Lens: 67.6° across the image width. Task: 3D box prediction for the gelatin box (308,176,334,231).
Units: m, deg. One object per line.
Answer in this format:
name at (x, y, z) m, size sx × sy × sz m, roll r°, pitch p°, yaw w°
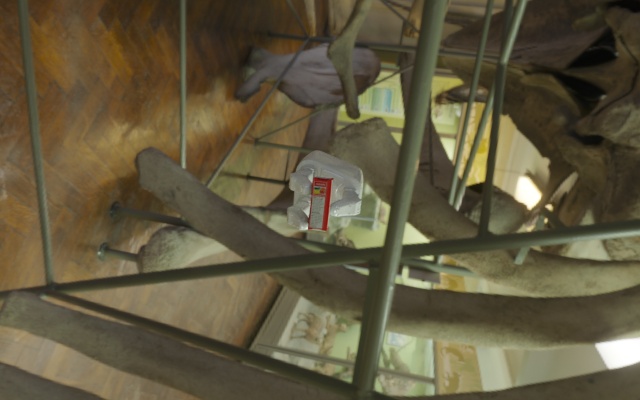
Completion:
gelatin box at (0.001, 0.002, 0.697) m, size 0.030 × 0.073 × 0.089 m, roll 6°, pitch 5°, yaw 1°
